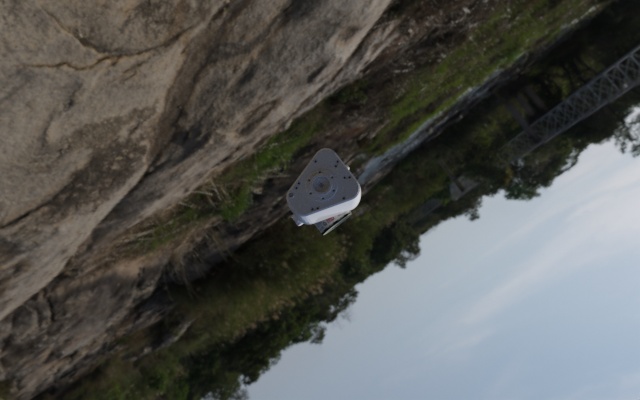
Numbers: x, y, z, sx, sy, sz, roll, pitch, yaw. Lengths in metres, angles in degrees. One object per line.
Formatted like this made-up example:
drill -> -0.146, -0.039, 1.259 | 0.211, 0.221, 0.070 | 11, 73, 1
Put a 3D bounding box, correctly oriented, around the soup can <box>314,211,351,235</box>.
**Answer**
soup can -> 0.000, 0.003, 0.863 | 0.068, 0.102, 0.068 | -36, -7, -5
